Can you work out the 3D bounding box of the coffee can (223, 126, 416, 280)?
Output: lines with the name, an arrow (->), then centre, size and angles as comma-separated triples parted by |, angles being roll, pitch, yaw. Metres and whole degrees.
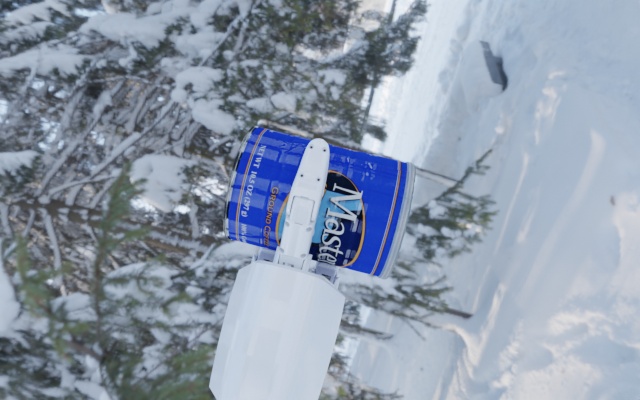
coffee can -> 0.000, 0.001, 0.413 | 0.140, 0.103, 0.103 | 14, 1, 3
